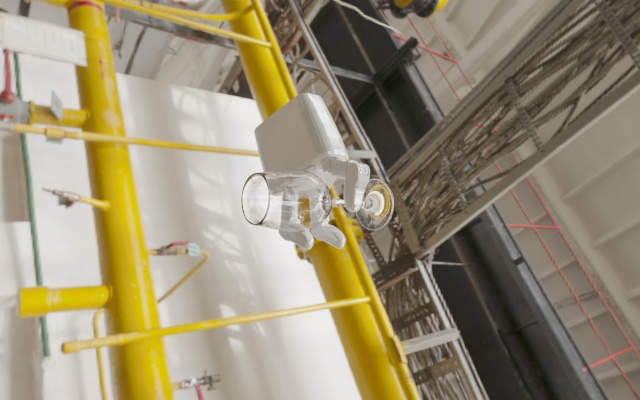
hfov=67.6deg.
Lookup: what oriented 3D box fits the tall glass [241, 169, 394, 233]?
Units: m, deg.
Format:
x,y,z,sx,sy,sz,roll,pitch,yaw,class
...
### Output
x,y,z,sx,sy,sz,roll,pitch,yaw,class
0.001,0.002,0.616,0.201,0.079,0.079,3,-2,-40,tall glass
